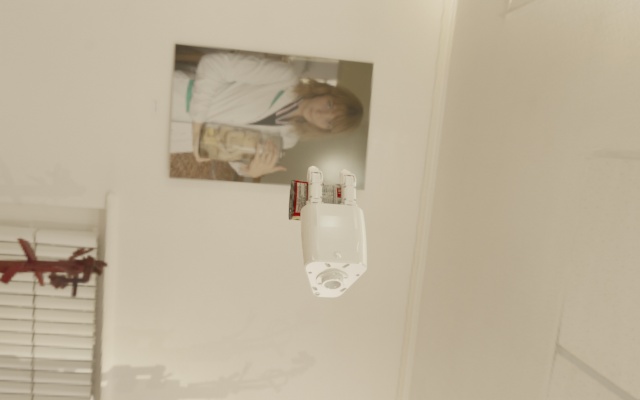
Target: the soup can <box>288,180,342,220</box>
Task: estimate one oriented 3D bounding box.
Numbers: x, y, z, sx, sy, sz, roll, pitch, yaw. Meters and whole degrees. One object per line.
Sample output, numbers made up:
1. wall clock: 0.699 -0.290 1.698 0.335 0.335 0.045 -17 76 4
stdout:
1. soup can: 0.000 0.002 0.805 0.102 0.068 0.068 4 -1 -8
